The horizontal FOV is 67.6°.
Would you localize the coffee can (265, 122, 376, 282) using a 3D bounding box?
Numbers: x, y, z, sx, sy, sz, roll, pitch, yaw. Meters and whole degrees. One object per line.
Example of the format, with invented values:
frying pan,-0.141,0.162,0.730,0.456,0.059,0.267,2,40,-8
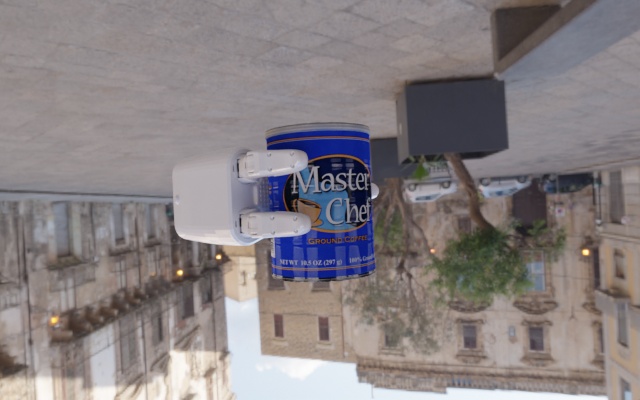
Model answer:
coffee can,0.000,0.001,0.467,0.103,0.140,0.103,-3,0,0
